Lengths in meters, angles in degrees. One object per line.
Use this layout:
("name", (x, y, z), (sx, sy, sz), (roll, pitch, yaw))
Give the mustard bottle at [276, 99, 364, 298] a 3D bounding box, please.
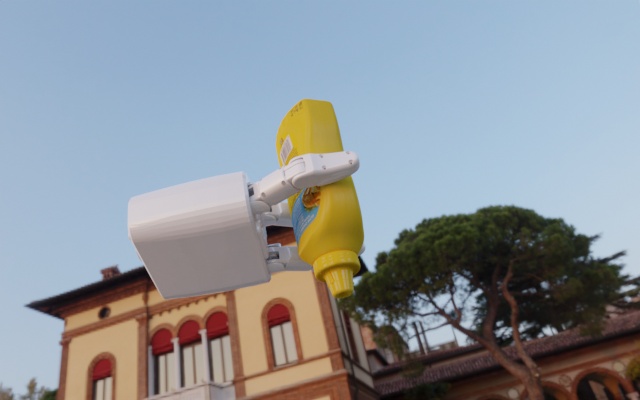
("mustard bottle", (0.000, 0.001, 0.458), (0.058, 0.191, 0.096), (2, -35, -23))
